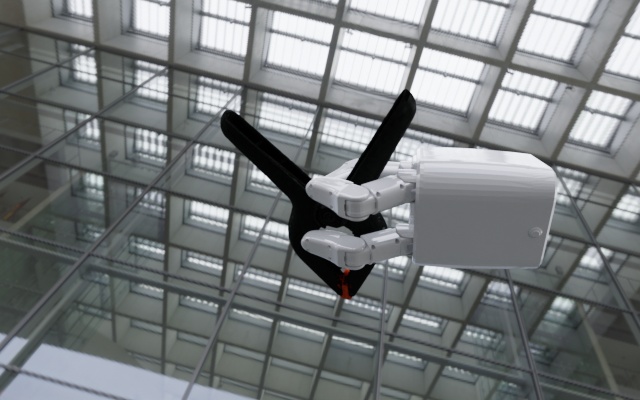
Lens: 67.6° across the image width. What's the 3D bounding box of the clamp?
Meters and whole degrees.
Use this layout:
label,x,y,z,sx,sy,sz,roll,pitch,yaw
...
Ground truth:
label,x,y,z,sx,sy,sz,roll,pitch,yaw
clamp,0.000,0.001,0.437,0.164,0.210,0.036,3,32,12
